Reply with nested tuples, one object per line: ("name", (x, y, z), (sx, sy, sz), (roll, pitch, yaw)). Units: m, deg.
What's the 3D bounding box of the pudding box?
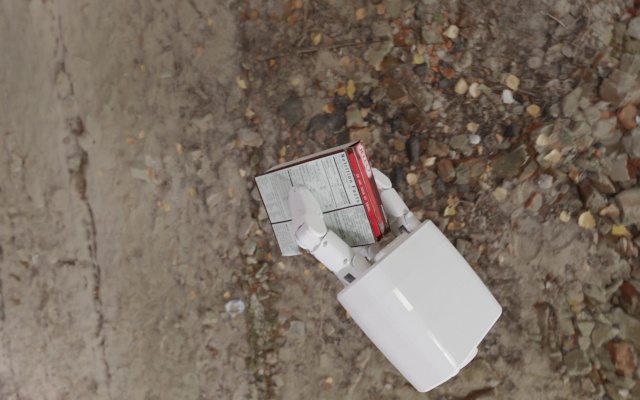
("pudding box", (0.000, 0.002, 0.449), (0.113, 0.090, 0.039), (-13, 10, 33))
